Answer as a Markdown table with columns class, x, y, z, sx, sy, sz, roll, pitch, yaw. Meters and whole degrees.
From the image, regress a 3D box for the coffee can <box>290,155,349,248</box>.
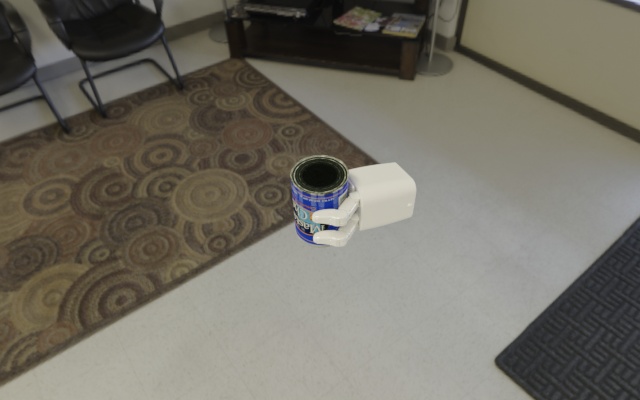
| class | x | y | z | sx | sy | sz | roll | pitch | yaw |
| --- | --- | --- | --- | --- | --- | --- | --- | --- | --- |
| coffee can | 0.000 | 0.003 | 0.876 | 0.103 | 0.102 | 0.140 | -1 | -45 | 1 |
